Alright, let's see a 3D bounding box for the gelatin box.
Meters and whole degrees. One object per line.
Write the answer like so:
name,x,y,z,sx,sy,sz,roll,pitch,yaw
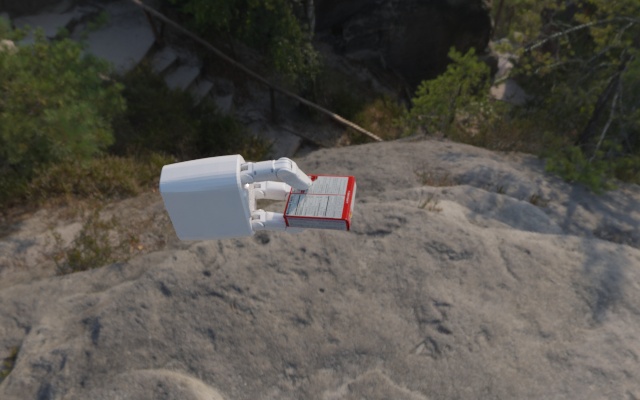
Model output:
gelatin box,0.000,0.002,0.650,0.089,0.073,0.030,2,-36,14
